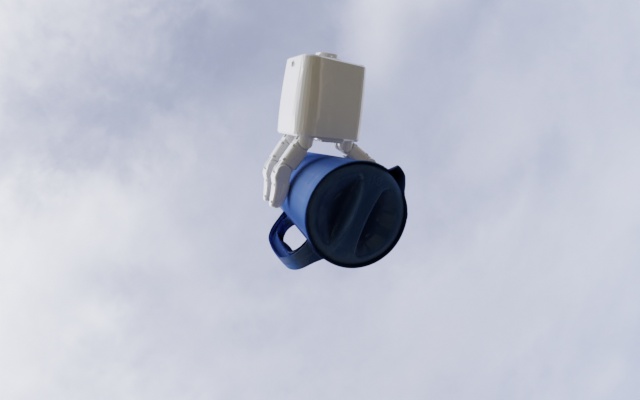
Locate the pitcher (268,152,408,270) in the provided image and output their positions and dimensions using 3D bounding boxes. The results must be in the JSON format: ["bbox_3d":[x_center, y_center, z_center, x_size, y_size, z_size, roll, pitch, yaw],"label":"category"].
[{"bbox_3d":[0.000,0.002,0.673,0.149,0.145,0.242,3,10,-20],"label":"pitcher"}]
